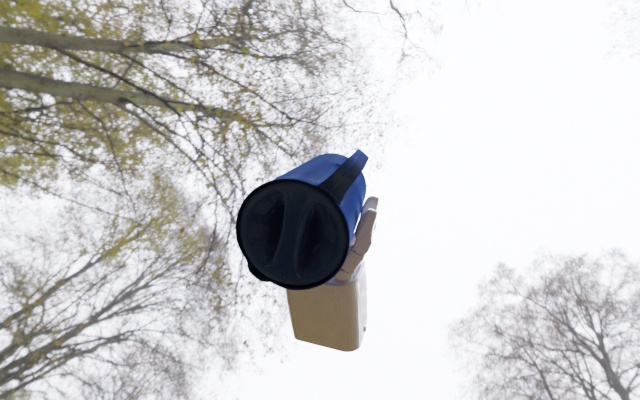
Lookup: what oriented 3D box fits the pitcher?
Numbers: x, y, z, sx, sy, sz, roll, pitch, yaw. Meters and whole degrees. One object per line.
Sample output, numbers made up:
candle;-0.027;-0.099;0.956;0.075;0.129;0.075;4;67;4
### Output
pitcher;0.000;0.002;0.637;0.149;0.145;0.242;-3;16;15
